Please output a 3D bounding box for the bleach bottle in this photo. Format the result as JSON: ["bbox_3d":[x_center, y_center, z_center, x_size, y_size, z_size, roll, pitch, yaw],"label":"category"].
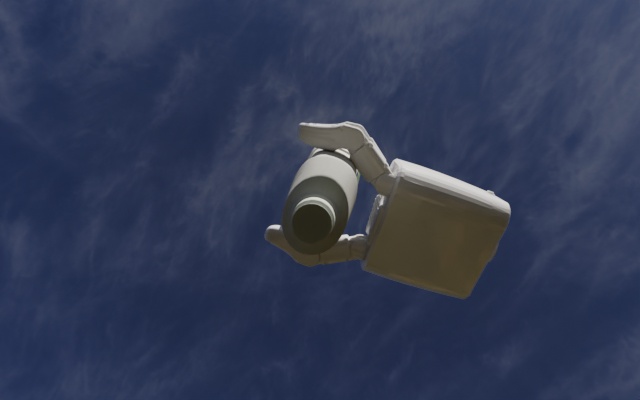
[{"bbox_3d":[0.000,0.001,0.453,0.068,0.102,0.250,19,11,0],"label":"bleach bottle"}]
